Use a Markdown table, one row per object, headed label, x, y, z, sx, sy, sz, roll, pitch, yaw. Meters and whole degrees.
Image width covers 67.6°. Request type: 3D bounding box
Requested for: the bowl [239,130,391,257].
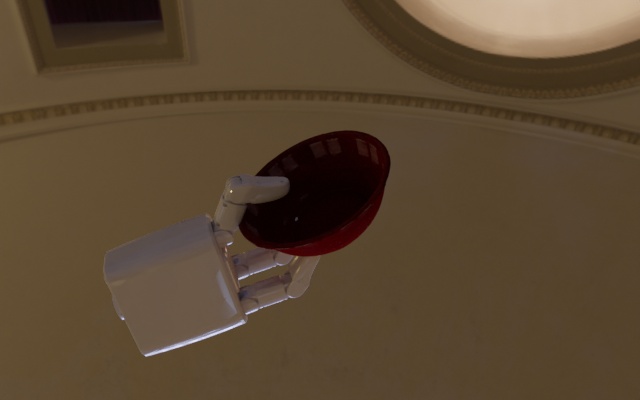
| label | x | y | z | sx | sy | sz | roll | pitch | yaw |
| --- | --- | --- | --- | --- | --- | --- | --- | --- | --- |
| bowl | 0.001 | 0.001 | 0.476 | 0.162 | 0.162 | 0.055 | 0 | -44 | 34 |
